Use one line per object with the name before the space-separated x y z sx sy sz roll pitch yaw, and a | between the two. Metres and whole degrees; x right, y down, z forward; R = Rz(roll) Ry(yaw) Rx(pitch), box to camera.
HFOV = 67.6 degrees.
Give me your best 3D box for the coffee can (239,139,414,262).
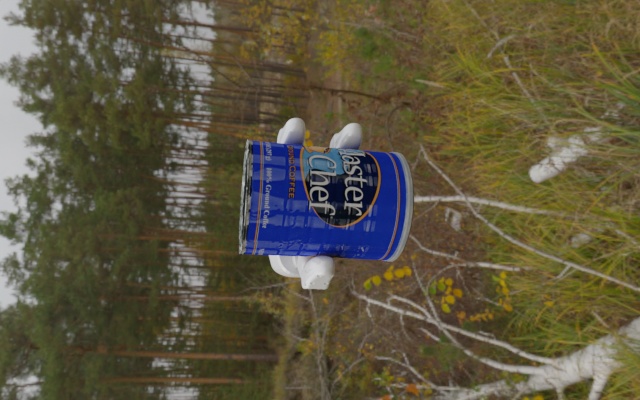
coffee can | 0.000 0.001 0.435 0.140 0.103 0.103 4 -1 -12
